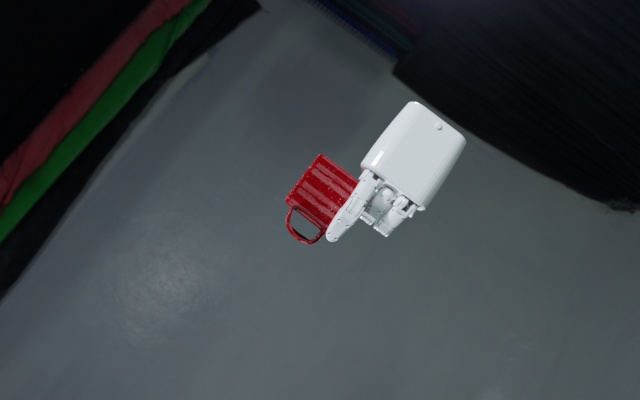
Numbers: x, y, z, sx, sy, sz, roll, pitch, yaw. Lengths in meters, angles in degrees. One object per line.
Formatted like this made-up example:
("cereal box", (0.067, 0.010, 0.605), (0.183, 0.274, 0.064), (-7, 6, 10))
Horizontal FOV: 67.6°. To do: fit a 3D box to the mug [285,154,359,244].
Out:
("mug", (-0.001, 0.003, 0.633), (0.081, 0.117, 0.093), (37, -7, -4))
